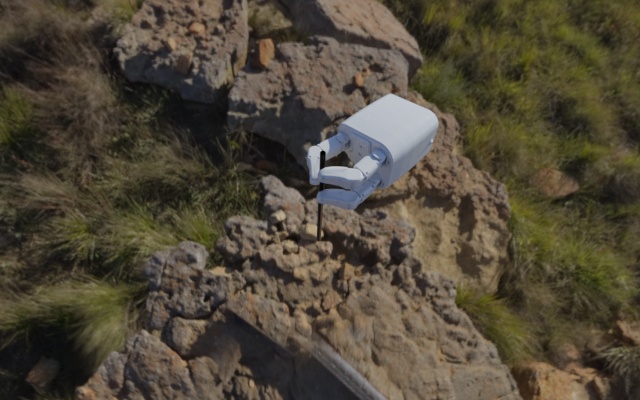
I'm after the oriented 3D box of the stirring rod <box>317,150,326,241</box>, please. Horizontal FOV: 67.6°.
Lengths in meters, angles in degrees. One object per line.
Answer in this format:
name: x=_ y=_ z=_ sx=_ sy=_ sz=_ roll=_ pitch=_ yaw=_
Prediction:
stirring rod: x=0.000 y=0.002 z=0.723 sx=0.011 sy=0.011 sz=0.240 roll=0 pitch=-32 yaw=-2
